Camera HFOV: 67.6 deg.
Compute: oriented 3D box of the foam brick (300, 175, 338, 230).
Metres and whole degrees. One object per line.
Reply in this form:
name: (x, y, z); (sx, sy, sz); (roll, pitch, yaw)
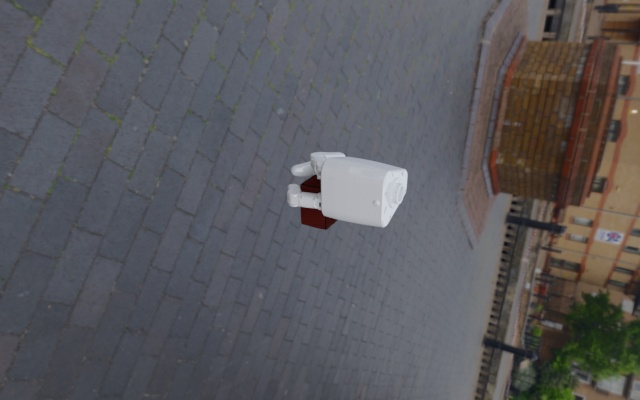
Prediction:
foam brick: (0.000, 0.003, 0.821); (0.051, 0.078, 0.053); (13, 28, 26)
